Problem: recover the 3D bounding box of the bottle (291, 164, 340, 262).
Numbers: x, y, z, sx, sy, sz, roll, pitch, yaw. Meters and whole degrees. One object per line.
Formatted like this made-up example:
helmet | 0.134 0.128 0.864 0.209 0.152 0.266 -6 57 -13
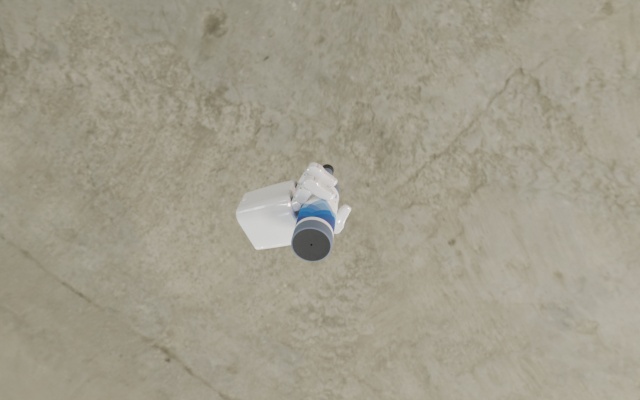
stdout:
bottle | 0.000 0.003 0.893 0.069 0.069 0.295 0 28 7
